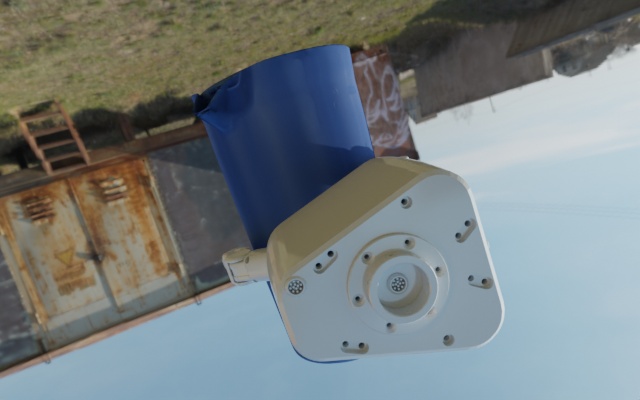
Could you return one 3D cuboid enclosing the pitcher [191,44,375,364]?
[{"bbox_3d":[0.000,0.001,0.411,0.149,0.243,0.145,-18,8,-7],"label":"pitcher"}]
